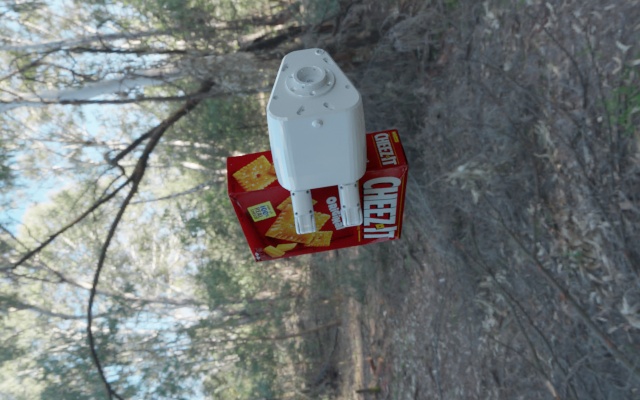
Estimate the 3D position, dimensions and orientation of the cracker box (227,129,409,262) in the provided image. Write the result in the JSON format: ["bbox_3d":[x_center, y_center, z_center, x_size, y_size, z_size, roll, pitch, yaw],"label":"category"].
[{"bbox_3d":[0.000,0.002,0.627,0.214,0.072,0.164,-9,-37,-1],"label":"cracker box"}]
